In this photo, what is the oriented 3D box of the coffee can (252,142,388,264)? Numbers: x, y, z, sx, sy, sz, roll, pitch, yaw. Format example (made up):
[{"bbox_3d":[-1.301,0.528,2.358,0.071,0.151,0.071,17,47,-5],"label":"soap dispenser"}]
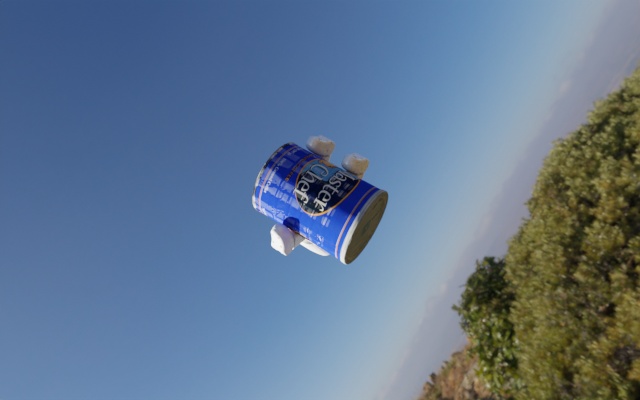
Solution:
[{"bbox_3d":[0.000,0.002,0.607,0.140,0.103,0.103,30,10,19],"label":"coffee can"}]
